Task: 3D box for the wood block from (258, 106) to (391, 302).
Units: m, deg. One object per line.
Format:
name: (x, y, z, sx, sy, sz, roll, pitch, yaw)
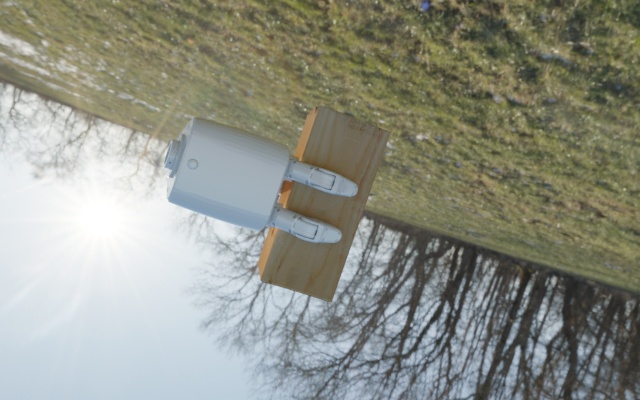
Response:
wood block: (0.000, 0.002, 0.578, 0.090, 0.206, 0.091, 19, 3, -11)
